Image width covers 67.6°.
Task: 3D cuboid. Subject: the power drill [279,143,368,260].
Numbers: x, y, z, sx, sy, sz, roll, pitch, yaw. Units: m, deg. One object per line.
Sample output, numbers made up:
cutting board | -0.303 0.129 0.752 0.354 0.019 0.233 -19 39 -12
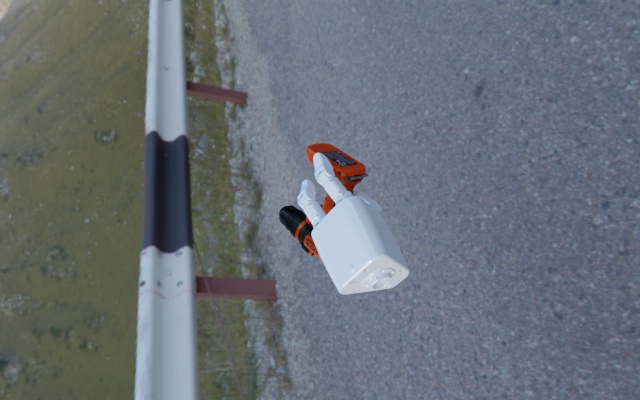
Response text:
power drill | 0.000 0.002 0.807 0.057 0.188 0.184 -16 38 -39
